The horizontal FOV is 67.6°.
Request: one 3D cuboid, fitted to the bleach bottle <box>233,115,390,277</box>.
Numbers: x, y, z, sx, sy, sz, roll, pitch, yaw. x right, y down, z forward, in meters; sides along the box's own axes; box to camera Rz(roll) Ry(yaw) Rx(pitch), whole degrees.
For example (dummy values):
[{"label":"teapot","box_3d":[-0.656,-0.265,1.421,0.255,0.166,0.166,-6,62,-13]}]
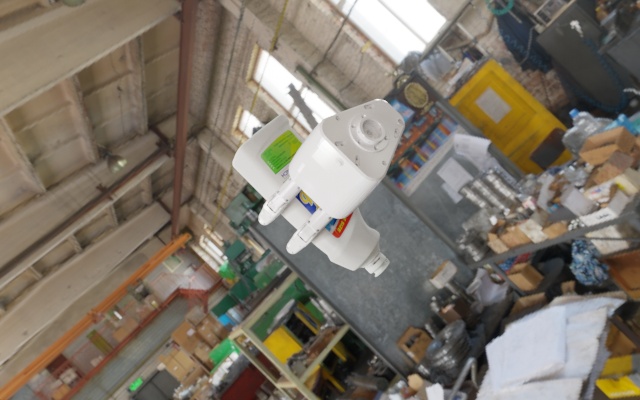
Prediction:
[{"label":"bleach bottle","box_3d":[0.000,0.002,0.661,0.102,0.251,0.068,-45,-2,-31]}]
